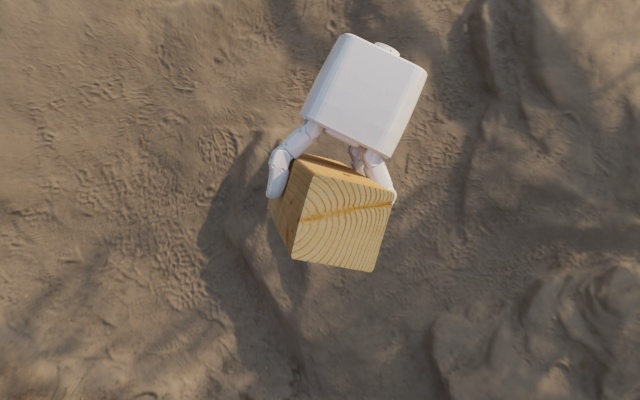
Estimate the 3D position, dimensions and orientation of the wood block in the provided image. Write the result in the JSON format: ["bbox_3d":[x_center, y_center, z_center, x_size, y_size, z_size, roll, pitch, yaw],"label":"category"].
[{"bbox_3d":[0.000,0.001,0.571,0.091,0.090,0.206,13,10,-15],"label":"wood block"}]
